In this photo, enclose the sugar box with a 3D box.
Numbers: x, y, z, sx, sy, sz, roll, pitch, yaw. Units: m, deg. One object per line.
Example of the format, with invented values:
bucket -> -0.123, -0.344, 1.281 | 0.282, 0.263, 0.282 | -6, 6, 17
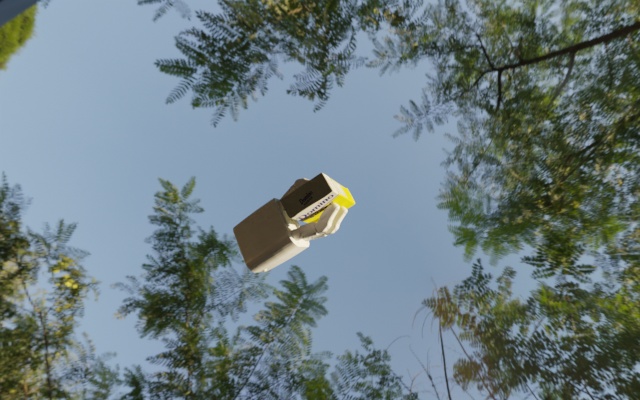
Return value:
sugar box -> 0.000, 0.003, 0.899 | 0.093, 0.048, 0.176 | -33, -13, 11
